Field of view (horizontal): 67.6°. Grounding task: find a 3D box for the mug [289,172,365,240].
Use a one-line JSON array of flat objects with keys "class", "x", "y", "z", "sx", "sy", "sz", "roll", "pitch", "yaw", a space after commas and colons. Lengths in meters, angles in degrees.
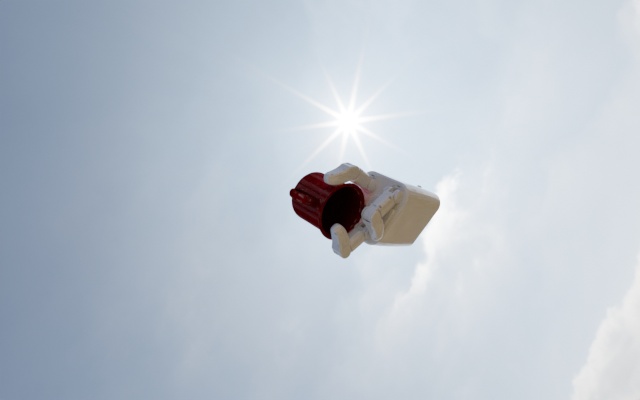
[{"class": "mug", "x": -0.001, "y": 0.002, "z": 0.742, "sx": 0.117, "sy": 0.093, "sz": 0.081, "roll": 11, "pitch": 13, "yaw": -45}]
